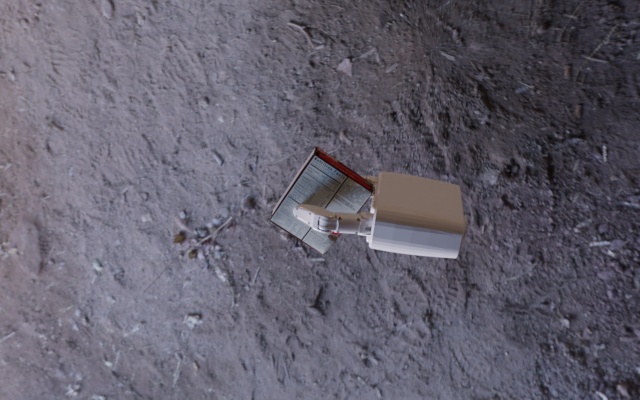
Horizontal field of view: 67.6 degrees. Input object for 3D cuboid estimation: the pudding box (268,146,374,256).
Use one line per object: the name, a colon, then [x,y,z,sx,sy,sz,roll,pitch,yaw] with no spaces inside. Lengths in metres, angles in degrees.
pudding box: [0.000,0.002,0.609,0.090,0.113,0.039,34,18,-6]
